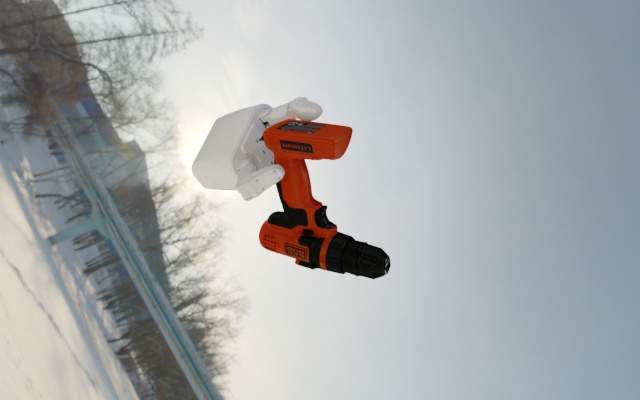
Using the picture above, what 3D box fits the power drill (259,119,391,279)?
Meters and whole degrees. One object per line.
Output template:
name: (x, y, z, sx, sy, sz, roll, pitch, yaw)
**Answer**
power drill: (0.000, 0.001, 0.584, 0.184, 0.188, 0.057, 12, 28, 25)
